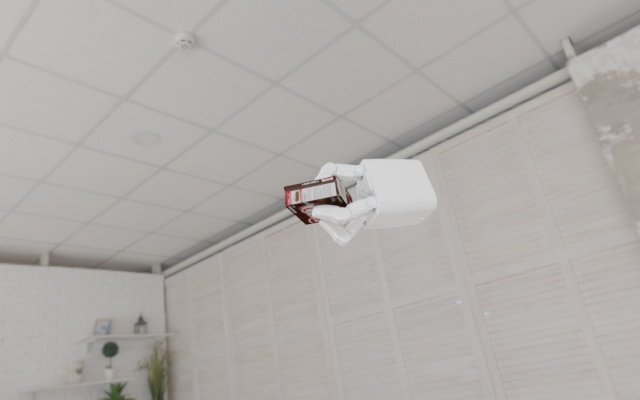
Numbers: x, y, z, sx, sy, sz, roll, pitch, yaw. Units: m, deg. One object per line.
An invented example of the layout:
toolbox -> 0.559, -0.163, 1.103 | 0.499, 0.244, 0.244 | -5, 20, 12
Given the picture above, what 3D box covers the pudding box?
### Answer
pudding box -> 0.000, 0.002, 0.778 | 0.090, 0.039, 0.113 | -12, -23, 12
